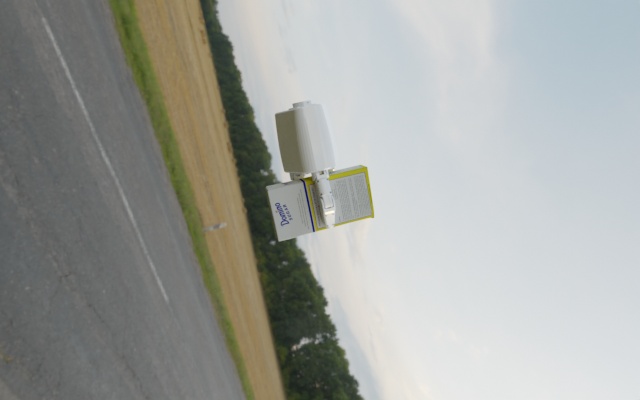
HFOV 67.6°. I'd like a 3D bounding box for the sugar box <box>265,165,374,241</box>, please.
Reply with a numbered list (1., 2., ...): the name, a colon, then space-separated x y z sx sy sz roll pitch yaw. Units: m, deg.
1. sugar box: 0.000 0.002 0.821 0.176 0.093 0.048 -12 13 -9
